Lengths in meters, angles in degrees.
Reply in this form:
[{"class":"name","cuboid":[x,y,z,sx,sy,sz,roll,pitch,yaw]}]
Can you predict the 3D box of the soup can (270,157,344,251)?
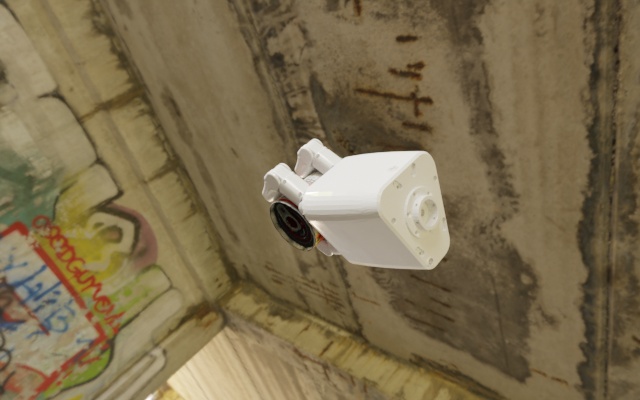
[{"class":"soup can","cuboid":[0.000,0.002,0.558,0.102,0.068,0.068,-41,24,-32]}]
